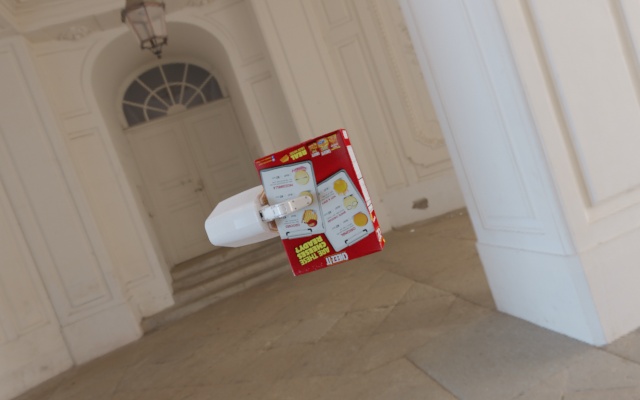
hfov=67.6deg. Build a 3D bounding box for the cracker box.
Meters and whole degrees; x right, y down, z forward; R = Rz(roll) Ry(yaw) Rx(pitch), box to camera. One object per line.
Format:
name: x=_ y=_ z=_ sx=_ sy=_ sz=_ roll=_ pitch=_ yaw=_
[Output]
cracker box: x=0.000 y=0.003 z=0.828 sx=0.164 sy=0.214 sz=0.072 roll=-19 pitch=4 yaw=16
